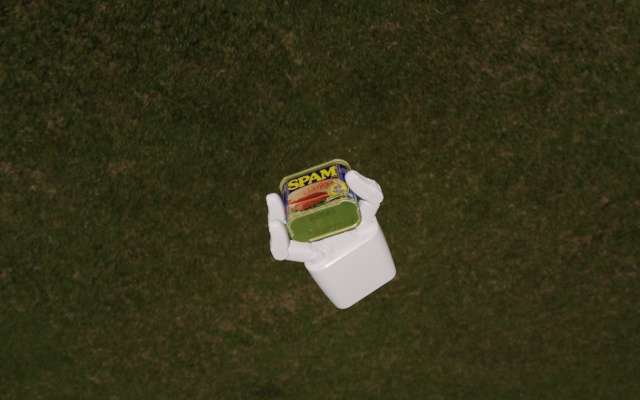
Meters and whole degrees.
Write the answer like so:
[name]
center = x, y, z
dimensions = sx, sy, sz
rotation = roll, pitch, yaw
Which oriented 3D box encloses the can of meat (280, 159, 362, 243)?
[can of meat]
center = 0.000, 0.002, 0.635
dimensions = 0.102, 0.057, 0.083
rotation = -19, 41, 7
